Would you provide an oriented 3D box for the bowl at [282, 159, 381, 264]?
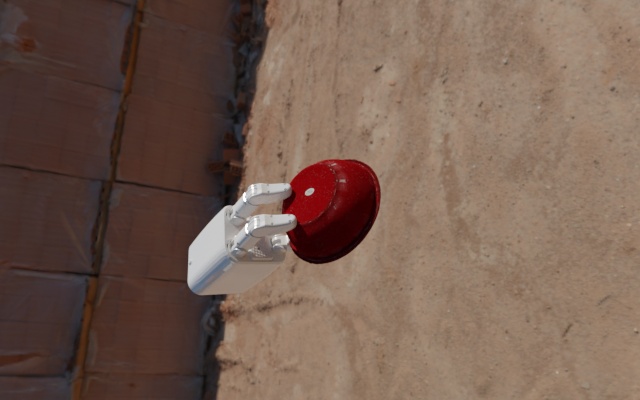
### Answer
[{"bbox_3d":[0.001,0.001,0.652,0.162,0.162,0.055,0,-26,41],"label":"bowl"}]
